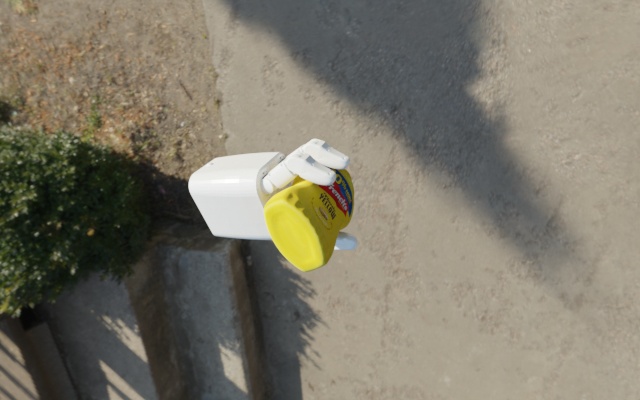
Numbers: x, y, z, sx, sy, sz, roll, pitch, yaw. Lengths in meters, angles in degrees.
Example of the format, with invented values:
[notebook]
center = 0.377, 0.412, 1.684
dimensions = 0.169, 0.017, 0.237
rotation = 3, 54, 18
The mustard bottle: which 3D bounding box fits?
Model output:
[mustard bottle]
center = 0.000, 0.002, 0.612
dimensions = 0.058, 0.096, 0.191
rotation = -26, 14, 29
